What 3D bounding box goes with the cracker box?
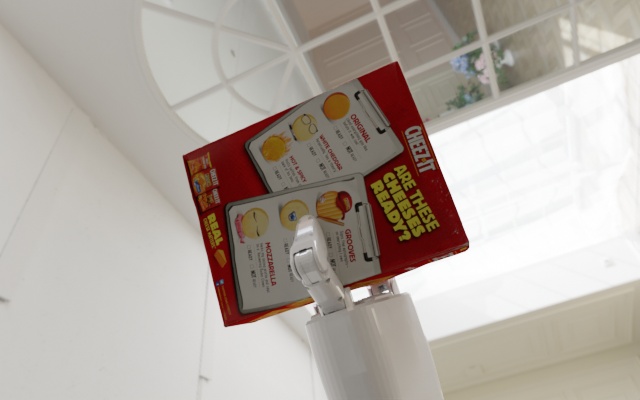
[{"bbox_3d":[0.000,0.001,0.425,0.214,0.164,0.072,-21,-15,13],"label":"cracker box"}]
